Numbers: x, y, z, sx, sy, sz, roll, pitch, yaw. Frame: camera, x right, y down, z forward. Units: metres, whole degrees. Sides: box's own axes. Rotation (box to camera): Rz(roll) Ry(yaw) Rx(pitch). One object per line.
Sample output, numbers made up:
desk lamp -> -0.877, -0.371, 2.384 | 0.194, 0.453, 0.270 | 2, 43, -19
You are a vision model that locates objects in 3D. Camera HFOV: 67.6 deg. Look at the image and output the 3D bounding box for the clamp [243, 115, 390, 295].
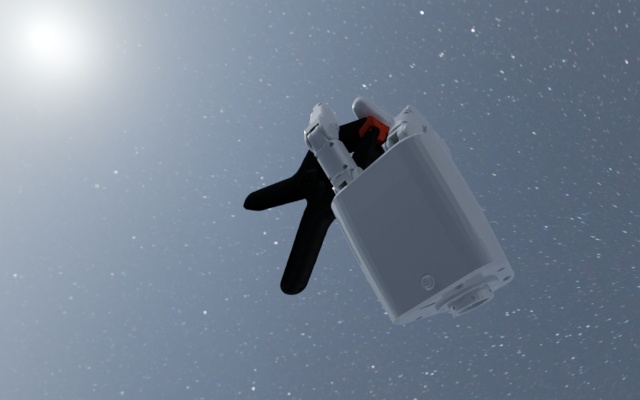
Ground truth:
clamp -> 0.001, 0.001, 0.429 | 0.171, 0.120, 0.039 | -41, -30, 29
